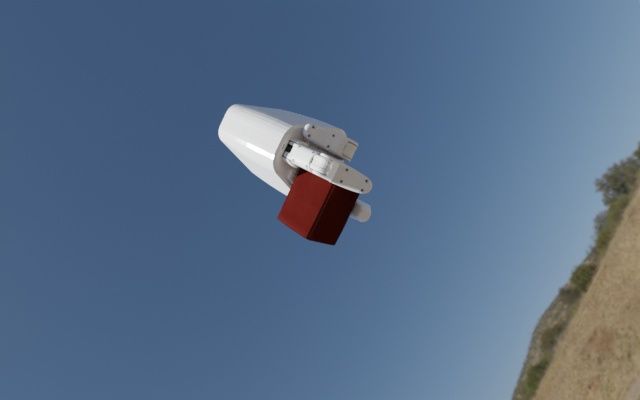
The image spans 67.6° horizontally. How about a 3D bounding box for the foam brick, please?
[{"bbox_3d":[0.000,0.002,0.517,0.051,0.078,0.053,27,3,36],"label":"foam brick"}]
